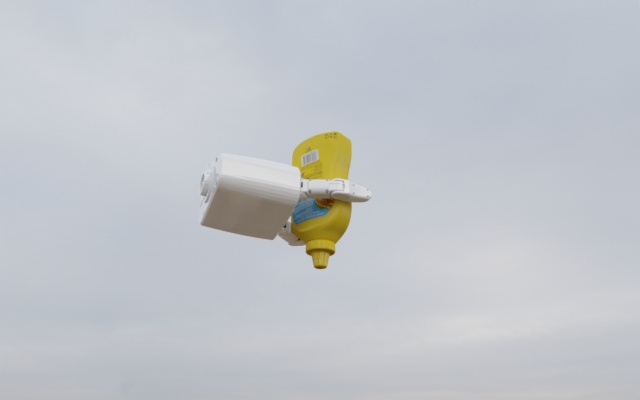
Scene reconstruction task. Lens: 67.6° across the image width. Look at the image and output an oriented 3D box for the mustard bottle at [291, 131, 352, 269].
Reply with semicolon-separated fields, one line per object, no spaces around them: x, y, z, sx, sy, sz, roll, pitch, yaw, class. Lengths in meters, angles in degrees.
0.000;0.002;0.675;0.096;0.191;0.058;-18;-31;36;mustard bottle
